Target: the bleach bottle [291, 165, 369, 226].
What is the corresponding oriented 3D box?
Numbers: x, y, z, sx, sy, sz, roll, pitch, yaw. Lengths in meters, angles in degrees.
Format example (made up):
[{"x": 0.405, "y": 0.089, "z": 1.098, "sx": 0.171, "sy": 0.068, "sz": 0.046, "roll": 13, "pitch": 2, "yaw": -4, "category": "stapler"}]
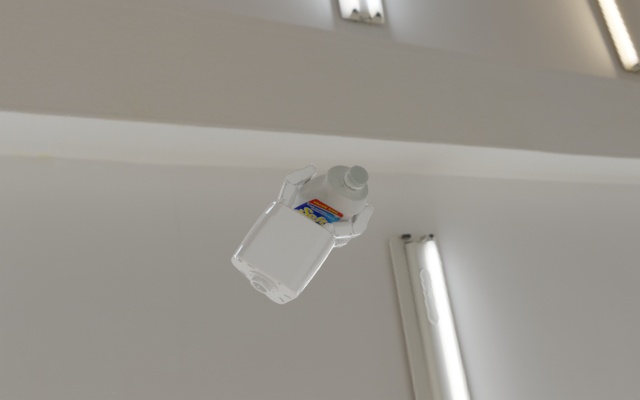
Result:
[{"x": 0.000, "y": 0.003, "z": 0.760, "sx": 0.102, "sy": 0.068, "sz": 0.251, "roll": 39, "pitch": -30, "yaw": -5, "category": "bleach bottle"}]
